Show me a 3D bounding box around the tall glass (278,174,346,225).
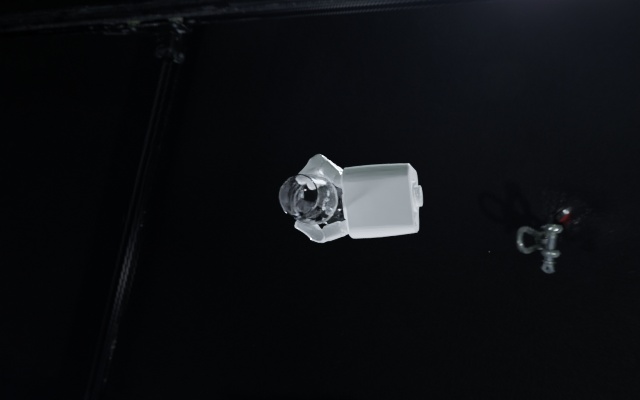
[{"bbox_3d":[0.000,0.003,0.774,0.079,0.079,0.201,0,-6,20],"label":"tall glass"}]
